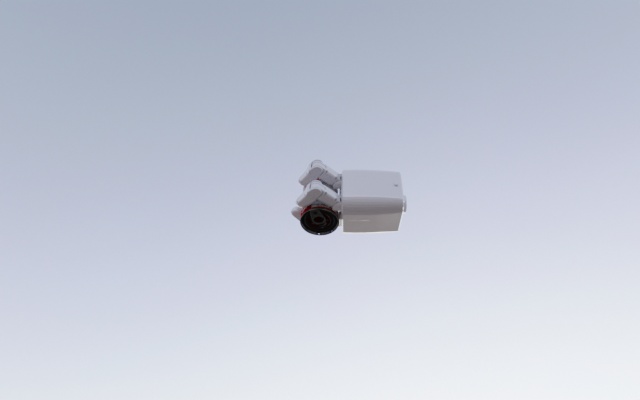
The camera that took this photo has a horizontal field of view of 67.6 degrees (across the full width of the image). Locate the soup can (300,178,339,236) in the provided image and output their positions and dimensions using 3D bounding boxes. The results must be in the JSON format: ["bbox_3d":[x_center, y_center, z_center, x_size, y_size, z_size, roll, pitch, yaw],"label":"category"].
[{"bbox_3d":[0.000,0.003,0.861,0.068,0.069,0.102,2,45,2],"label":"soup can"}]
